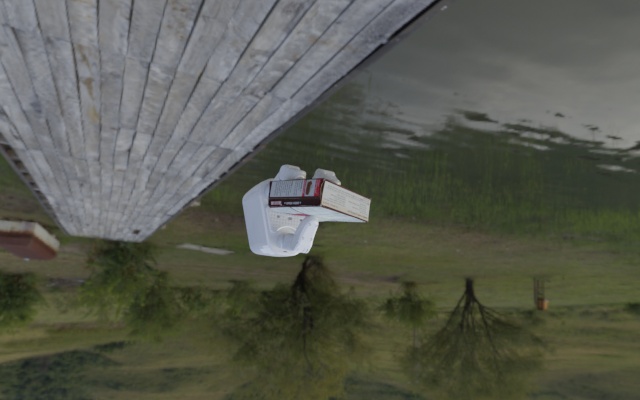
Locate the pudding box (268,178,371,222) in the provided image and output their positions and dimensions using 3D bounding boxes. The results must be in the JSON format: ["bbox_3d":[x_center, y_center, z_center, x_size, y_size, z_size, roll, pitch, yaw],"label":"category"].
[{"bbox_3d":[0.000,0.002,0.630,0.090,0.039,0.113,-2,-12,37],"label":"pudding box"}]
